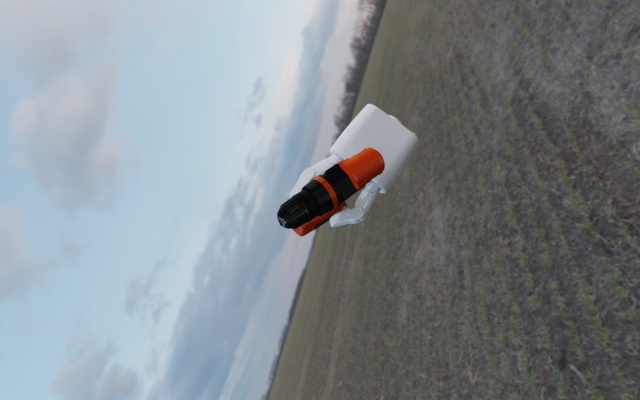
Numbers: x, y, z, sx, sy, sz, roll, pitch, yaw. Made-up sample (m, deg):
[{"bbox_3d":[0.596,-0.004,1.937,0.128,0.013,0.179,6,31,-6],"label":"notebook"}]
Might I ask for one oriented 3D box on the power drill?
[{"bbox_3d":[0.000,0.002,0.745,0.184,0.057,0.188,-32,-5,-21],"label":"power drill"}]
